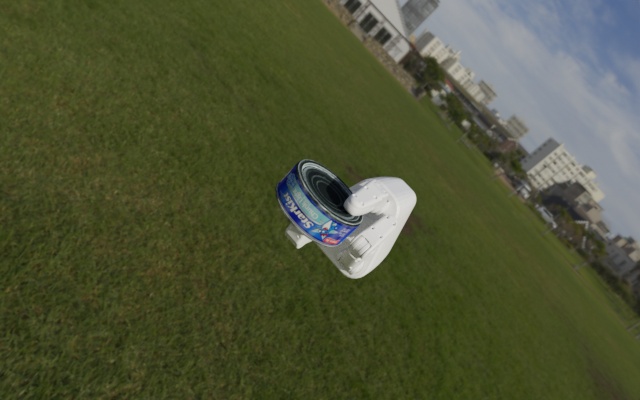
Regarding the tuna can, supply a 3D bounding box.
[{"bbox_3d":[0.000,0.001,0.461,0.034,0.086,0.086,-45,-22,24],"label":"tuna can"}]
